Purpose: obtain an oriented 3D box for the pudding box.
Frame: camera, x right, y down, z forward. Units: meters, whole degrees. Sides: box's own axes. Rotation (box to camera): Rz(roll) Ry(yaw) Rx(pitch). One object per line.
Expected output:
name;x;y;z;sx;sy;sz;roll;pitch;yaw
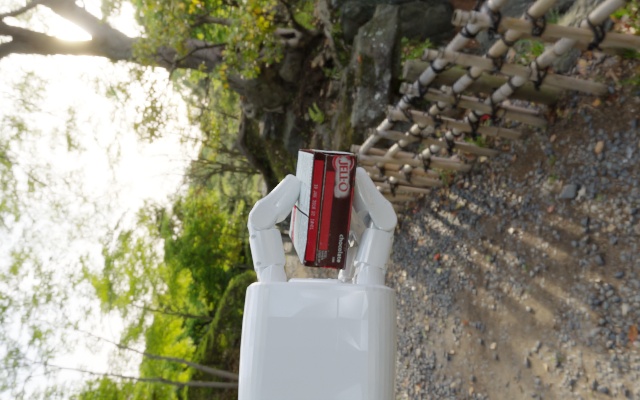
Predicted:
pudding box;0.000;0.001;0.409;0.039;0.090;0.113;5;7;-11
